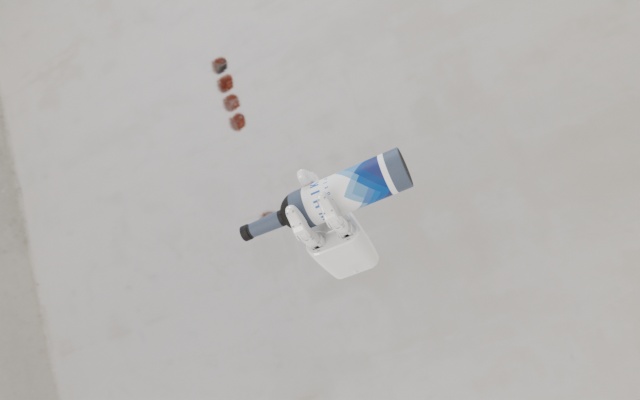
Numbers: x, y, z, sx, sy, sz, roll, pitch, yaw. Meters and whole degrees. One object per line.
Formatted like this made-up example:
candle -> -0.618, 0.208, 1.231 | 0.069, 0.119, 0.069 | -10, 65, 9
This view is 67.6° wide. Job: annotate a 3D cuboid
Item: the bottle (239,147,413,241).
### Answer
bottle -> 0.000, 0.002, 0.776 | 0.296, 0.069, 0.069 | -23, -6, 15
